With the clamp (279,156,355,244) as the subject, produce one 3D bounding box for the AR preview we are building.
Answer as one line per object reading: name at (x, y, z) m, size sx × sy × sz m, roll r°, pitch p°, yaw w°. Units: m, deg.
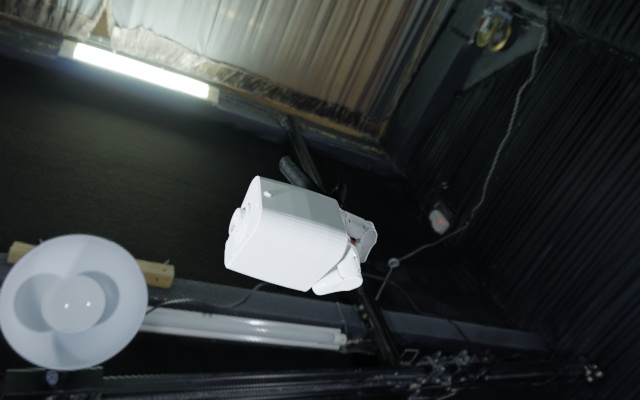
clamp at (0.000, 0.003, 0.658) m, size 0.120 × 0.039 × 0.171 m, roll 22°, pitch 26°, yaw -23°
